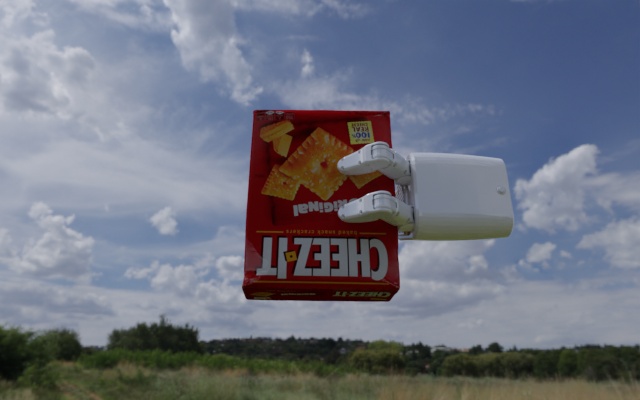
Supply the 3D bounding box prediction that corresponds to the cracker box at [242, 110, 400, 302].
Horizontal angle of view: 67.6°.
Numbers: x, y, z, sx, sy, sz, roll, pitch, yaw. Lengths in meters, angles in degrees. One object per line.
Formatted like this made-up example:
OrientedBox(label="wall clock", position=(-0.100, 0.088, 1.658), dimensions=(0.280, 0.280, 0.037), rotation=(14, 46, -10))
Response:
OrientedBox(label="cracker box", position=(0.000, 0.002, 0.543), dimensions=(0.164, 0.213, 0.072), rotation=(1, -22, -2))
